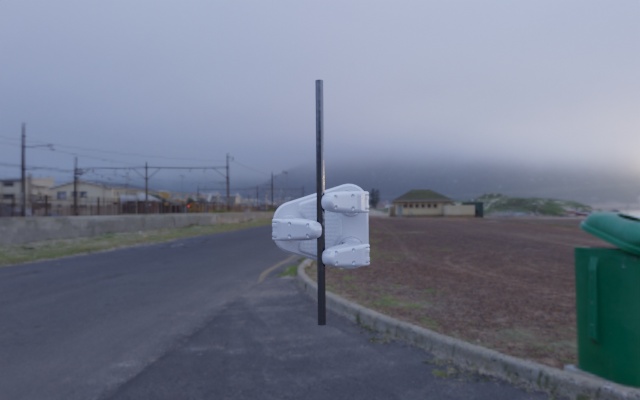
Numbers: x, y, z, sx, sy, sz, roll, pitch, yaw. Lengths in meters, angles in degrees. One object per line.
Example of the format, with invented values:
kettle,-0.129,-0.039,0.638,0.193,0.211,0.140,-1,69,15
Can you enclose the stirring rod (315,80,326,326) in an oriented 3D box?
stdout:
stirring rod,0.000,0.002,0.471,0.011,0.239,0.011,-1,-1,0
